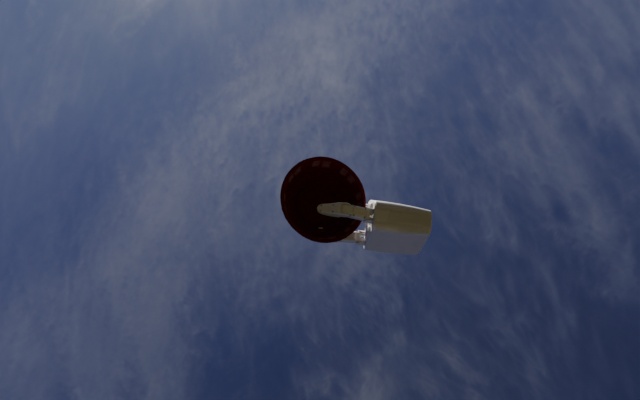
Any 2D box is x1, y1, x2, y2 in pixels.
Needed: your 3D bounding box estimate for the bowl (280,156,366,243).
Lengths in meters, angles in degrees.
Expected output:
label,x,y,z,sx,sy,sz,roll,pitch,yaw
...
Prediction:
label,x,y,z,sx,sy,sz,roll,pitch,yaw
bowl,-0.001,0.002,0.888,0.162,0.162,0.055,0,-13,-15
